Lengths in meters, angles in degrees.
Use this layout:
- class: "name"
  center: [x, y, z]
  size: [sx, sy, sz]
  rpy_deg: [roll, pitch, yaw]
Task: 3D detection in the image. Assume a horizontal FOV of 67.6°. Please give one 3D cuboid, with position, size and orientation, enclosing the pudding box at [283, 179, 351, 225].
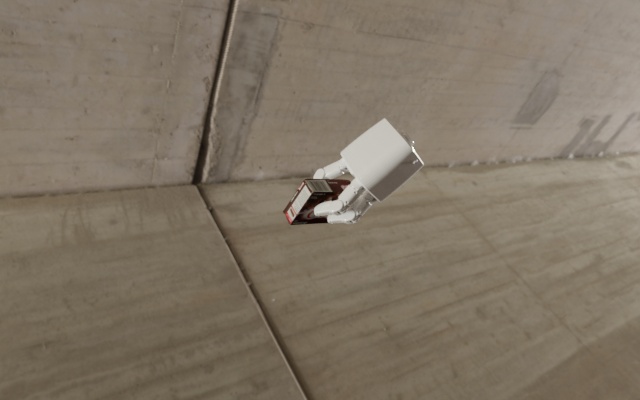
- class: "pudding box"
  center: [0.000, 0.003, 0.879]
  size: [0.113, 0.039, 0.090]
  rpy_deg: [1, -44, -39]
